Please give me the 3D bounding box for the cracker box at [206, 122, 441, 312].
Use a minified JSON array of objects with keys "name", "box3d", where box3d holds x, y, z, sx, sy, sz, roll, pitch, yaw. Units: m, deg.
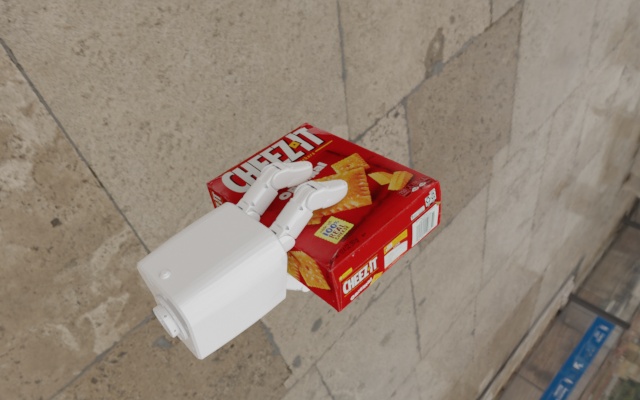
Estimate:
[{"name":"cracker box","box3d":[0.000,0.002,0.537,0.164,0.072,0.213,-35,46,-28]}]
